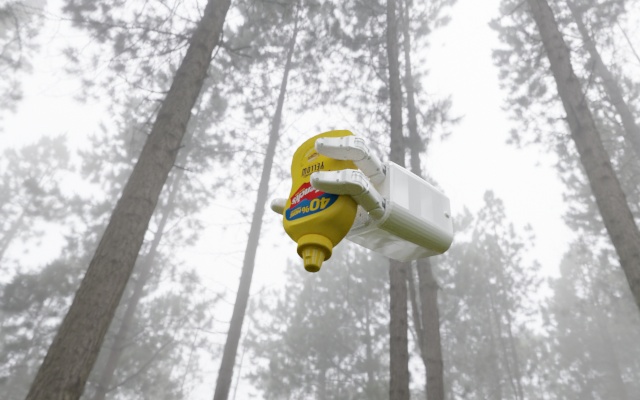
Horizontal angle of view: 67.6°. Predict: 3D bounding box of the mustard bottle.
[{"bbox_3d":[0.000,0.002,0.582,0.096,0.191,0.058,-18,-45,27],"label":"mustard bottle"}]
